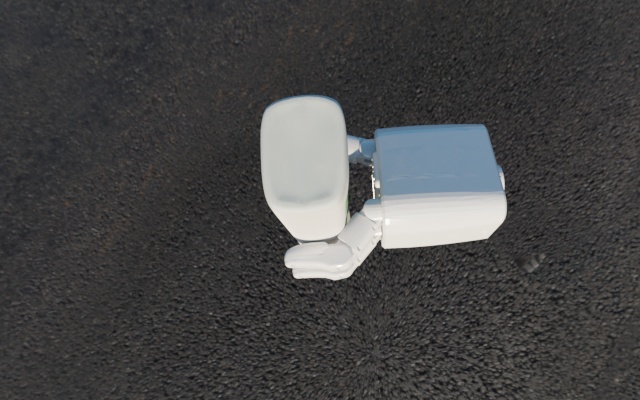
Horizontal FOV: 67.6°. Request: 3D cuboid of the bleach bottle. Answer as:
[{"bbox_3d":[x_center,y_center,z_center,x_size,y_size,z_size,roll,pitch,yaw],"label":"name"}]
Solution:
[{"bbox_3d":[0.000,0.002,0.479,0.068,0.102,0.251,-4,-18,5],"label":"bleach bottle"}]
